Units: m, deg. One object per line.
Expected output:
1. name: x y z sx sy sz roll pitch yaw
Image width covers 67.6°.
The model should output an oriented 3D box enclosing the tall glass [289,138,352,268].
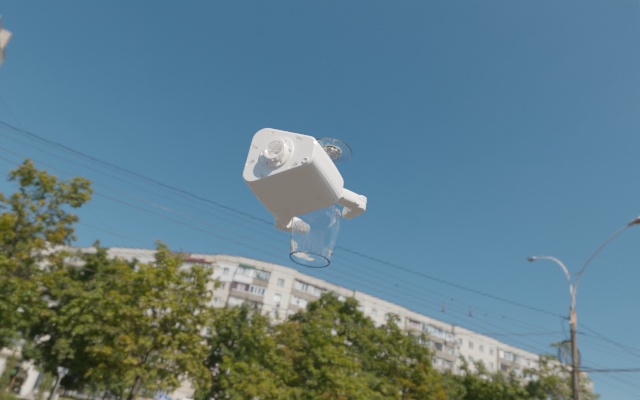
1. tall glass: 0.000 0.002 0.760 0.079 0.201 0.079 8 -27 4
